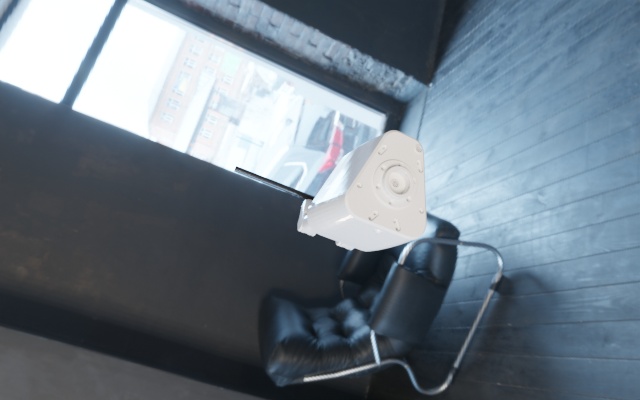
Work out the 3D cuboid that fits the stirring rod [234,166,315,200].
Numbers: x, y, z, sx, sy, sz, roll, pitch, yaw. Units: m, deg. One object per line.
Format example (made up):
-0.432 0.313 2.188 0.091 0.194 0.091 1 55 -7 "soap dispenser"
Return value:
0.000 0.002 0.634 0.239 0.011 0.011 21 -6 -16 "stirring rod"
